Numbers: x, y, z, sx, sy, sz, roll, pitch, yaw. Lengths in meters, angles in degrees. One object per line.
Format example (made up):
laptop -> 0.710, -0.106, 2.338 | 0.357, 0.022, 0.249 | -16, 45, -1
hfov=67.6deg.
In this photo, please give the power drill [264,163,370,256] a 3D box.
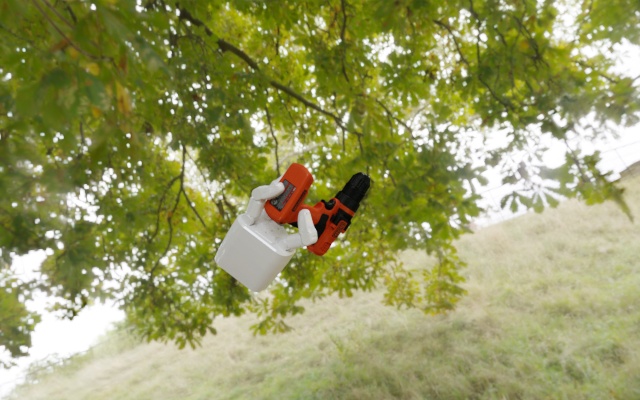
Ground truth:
power drill -> 0.000, 0.003, 0.868 | 0.057, 0.184, 0.188 | 34, 2, 41
